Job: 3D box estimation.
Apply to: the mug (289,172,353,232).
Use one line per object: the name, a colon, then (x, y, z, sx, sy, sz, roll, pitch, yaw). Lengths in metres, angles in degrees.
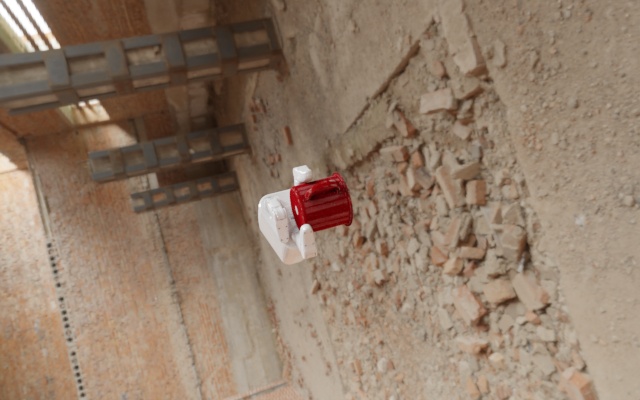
mug: (0.000, 0.002, 0.773, 0.081, 0.093, 0.117, -14, -22, -15)
